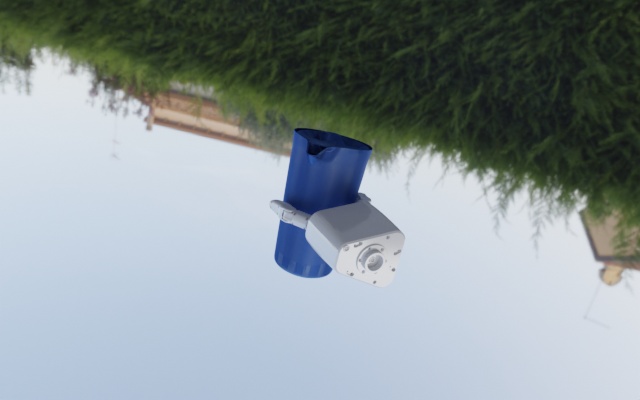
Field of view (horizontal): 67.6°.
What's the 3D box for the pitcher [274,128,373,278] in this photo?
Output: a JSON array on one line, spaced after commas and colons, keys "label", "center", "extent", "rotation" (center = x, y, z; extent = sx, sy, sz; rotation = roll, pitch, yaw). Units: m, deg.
[{"label": "pitcher", "center": [0.000, 0.003, 0.827], "extent": [0.149, 0.243, 0.145], "rotation": [5, 19, -27]}]
